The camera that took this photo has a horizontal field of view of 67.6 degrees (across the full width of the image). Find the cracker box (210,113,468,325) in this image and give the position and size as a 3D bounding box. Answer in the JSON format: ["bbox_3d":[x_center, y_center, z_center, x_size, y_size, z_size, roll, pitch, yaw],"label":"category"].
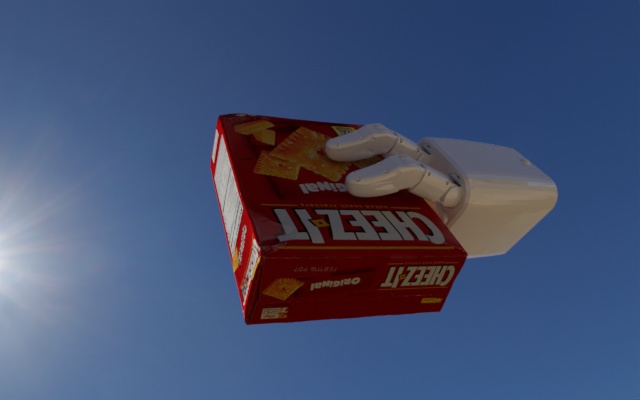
[{"bbox_3d":[0.000,0.001,0.421,0.164,0.072,0.213,1,34,-22],"label":"cracker box"}]
